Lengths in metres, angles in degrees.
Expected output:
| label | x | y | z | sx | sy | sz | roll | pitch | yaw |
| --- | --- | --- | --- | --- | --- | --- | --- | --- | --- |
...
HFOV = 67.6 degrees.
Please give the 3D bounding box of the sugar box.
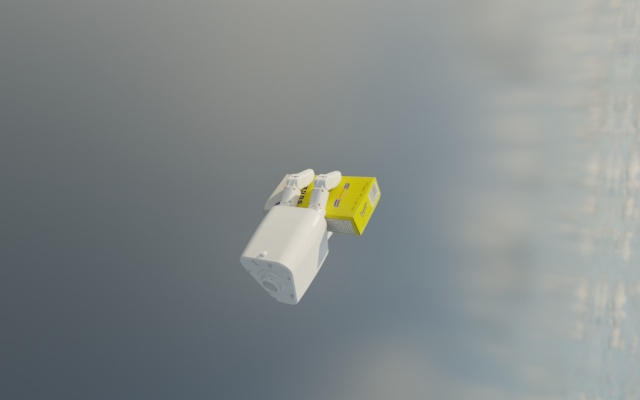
| label | x | y | z | sx | sy | sz | roll | pitch | yaw |
| --- | --- | --- | --- | --- | --- | --- | --- | --- | --- |
| sugar box | 0.000 | 0.002 | 0.778 | 0.176 | 0.048 | 0.093 | 5 | 46 | 31 |
